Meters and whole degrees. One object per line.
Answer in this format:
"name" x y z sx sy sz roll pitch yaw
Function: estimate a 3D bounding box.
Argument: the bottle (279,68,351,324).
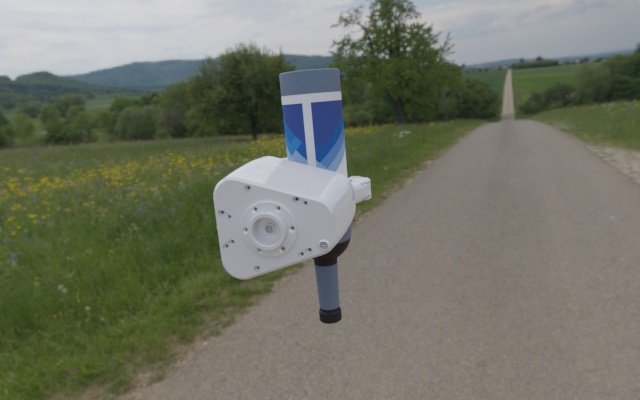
"bottle" 0.000 0.002 0.555 0.069 0.296 0.069 -5 12 1
